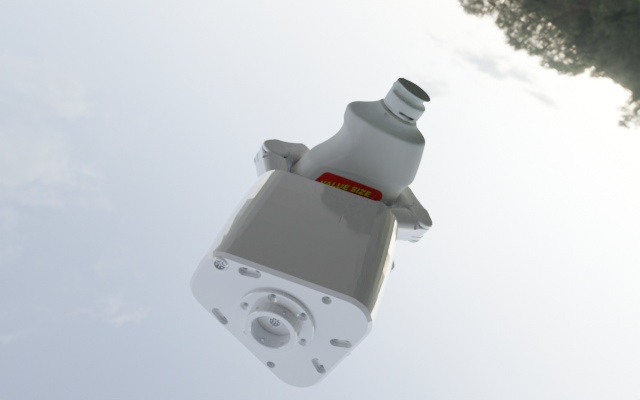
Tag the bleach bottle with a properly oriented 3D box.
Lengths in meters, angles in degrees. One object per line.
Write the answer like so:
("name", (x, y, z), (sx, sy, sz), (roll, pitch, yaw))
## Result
("bleach bottle", (0.000, 0.001, 0.412), (0.102, 0.251, 0.068), (33, 32, -4))
